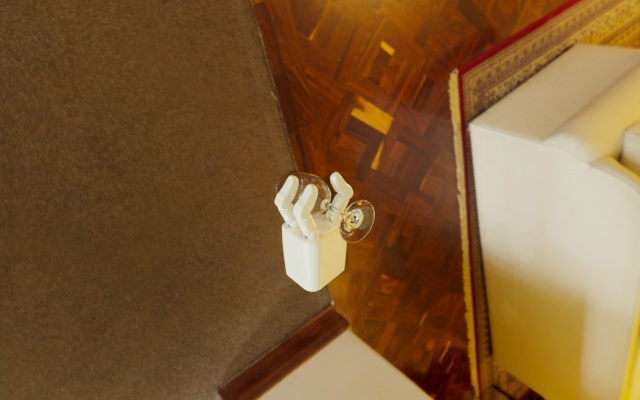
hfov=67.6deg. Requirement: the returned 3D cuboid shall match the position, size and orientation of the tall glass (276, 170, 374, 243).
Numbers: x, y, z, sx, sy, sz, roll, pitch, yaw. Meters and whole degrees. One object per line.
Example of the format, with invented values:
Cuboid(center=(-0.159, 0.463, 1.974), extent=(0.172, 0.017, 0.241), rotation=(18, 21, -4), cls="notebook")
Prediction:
Cuboid(center=(0.001, 0.003, 0.841), extent=(0.079, 0.079, 0.201), rotation=(0, 19, -39), cls="tall glass")
